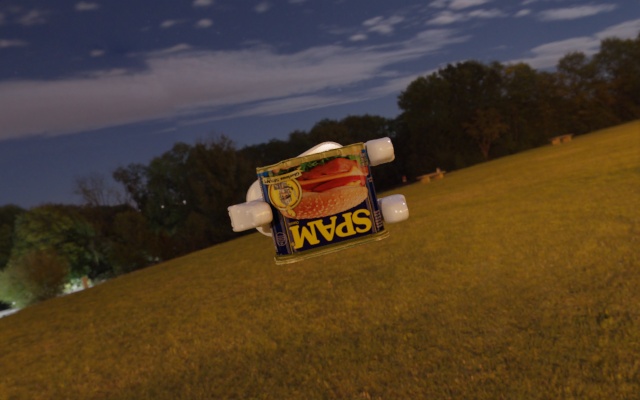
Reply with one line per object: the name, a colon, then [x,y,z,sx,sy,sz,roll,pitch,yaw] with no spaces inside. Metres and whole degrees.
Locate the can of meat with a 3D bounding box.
can of meat: [0.000,0.001,0.418,0.102,0.084,0.057,-14,3,-7]
